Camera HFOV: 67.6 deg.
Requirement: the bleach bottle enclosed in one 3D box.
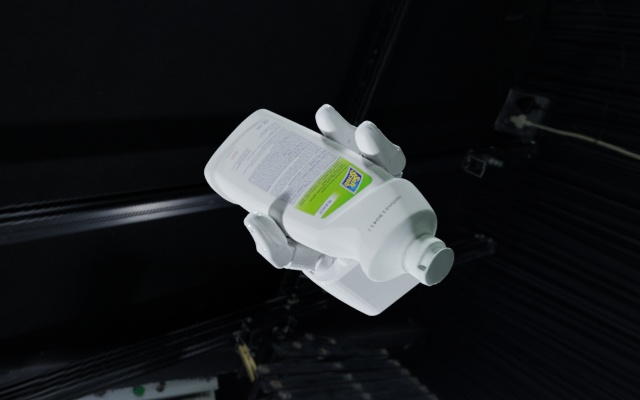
[{"bbox_3d":[0.000,0.001,0.406,0.250,0.102,0.068,34,-8,44],"label":"bleach bottle"}]
